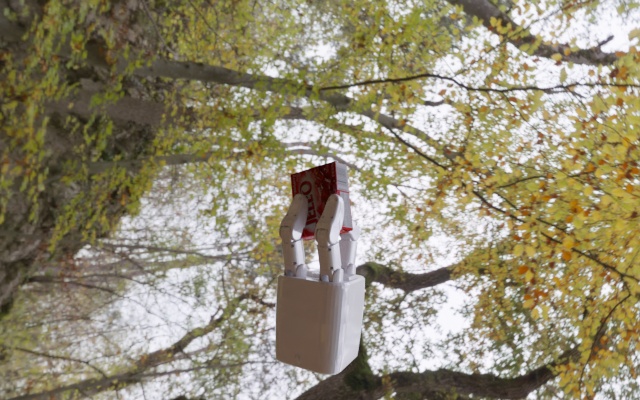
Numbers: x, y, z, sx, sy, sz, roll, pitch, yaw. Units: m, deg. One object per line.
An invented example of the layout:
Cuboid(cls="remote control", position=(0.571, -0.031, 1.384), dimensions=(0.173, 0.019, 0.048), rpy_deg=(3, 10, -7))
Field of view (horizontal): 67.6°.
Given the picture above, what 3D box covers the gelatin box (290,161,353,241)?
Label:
Cuboid(cls="gelatin box", position=(0.000, 0.002, 0.605), dimensions=(0.073, 0.089, 0.030), rpy_deg=(-14, -16, 35))
